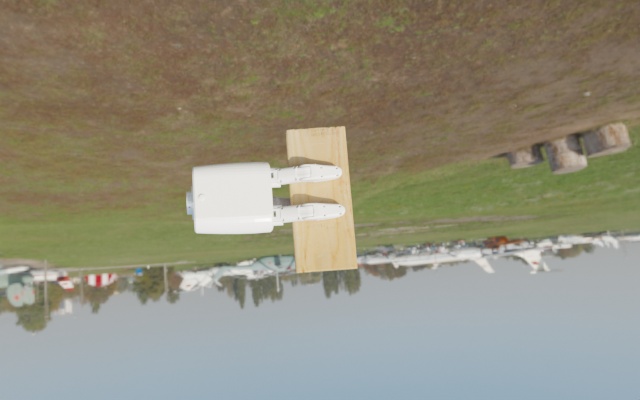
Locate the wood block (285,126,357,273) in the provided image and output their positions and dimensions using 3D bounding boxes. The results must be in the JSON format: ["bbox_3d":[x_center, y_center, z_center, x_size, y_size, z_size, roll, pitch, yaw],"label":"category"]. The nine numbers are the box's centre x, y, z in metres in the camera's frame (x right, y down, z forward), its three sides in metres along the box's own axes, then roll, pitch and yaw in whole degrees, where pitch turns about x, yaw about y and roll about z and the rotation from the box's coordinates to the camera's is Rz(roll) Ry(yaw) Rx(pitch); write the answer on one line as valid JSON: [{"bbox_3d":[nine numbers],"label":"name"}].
[{"bbox_3d":[0.000,0.003,0.720,0.090,0.206,0.091,-4,-8,-2],"label":"wood block"}]
